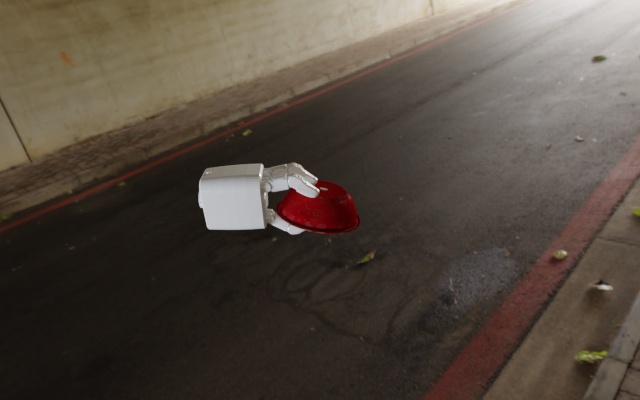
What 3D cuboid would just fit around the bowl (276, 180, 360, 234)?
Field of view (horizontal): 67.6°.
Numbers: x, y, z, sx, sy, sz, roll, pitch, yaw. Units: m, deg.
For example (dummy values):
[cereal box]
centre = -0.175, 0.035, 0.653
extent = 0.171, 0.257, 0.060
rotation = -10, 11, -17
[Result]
[bowl]
centre = 0.001, 0.003, 0.890
extent = 0.162, 0.055, 0.162
rotation = 9, 21, -4
